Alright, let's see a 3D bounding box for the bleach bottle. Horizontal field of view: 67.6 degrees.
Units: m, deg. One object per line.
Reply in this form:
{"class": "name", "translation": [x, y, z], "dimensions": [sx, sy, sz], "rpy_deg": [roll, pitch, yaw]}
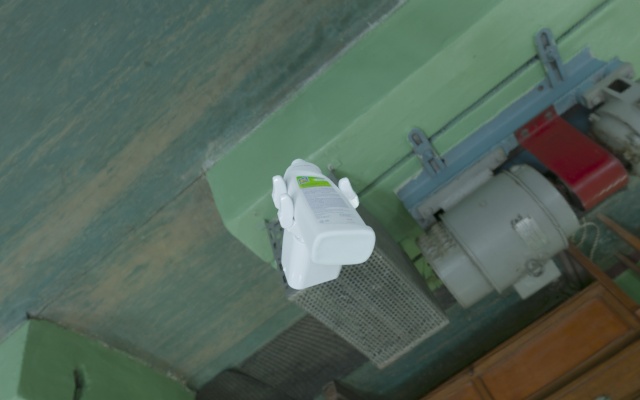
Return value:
{"class": "bleach bottle", "translation": [0.000, 0.003, 0.798], "dimensions": [0.102, 0.068, 0.250], "rpy_deg": [0, 33, -19]}
